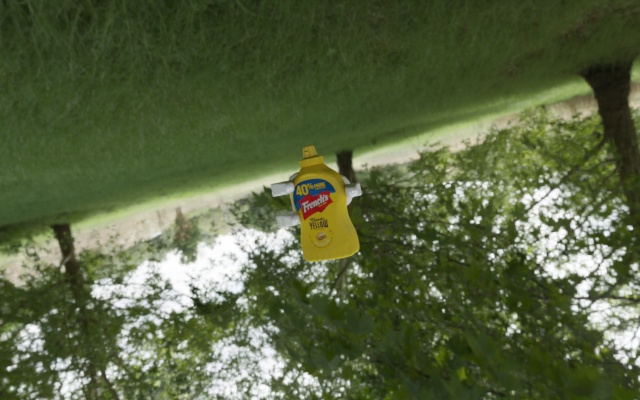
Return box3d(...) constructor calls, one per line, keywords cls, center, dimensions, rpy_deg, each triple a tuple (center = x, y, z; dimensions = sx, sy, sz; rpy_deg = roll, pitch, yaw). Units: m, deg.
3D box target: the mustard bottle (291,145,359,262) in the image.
box3d(cls="mustard bottle", center=(0.000, 0.003, 0.802), dimensions=(0.096, 0.191, 0.058), rpy_deg=(-11, 4, 27))
